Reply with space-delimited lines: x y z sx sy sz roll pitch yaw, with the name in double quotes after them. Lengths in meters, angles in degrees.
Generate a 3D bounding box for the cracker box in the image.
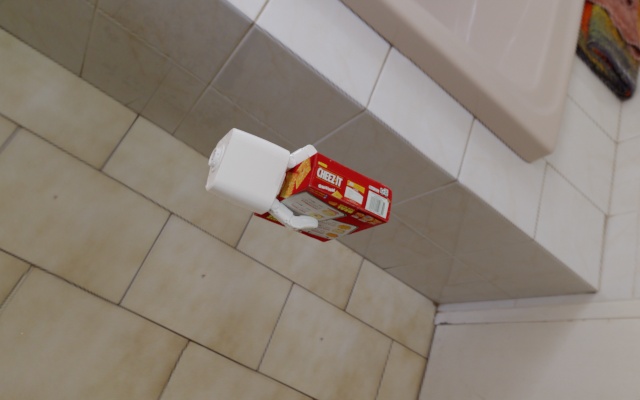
0.000 0.003 0.868 0.164 0.072 0.214 24 -25 -25 "cracker box"
